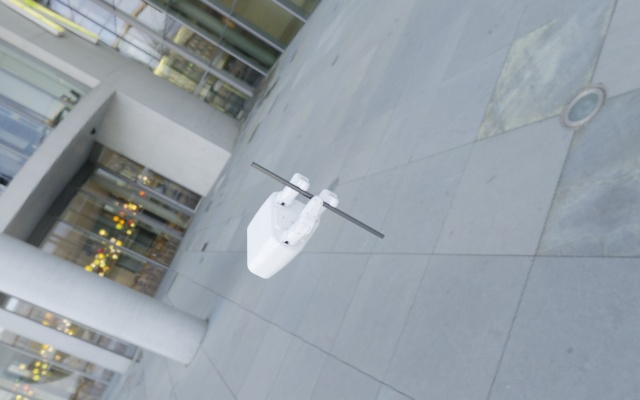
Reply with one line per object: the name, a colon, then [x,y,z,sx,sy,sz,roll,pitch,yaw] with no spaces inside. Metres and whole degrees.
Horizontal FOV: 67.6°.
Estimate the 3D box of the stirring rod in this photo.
stirring rod: [0.000,0.003,0.737,0.239,0.011,0.011,29,-9,-16]
